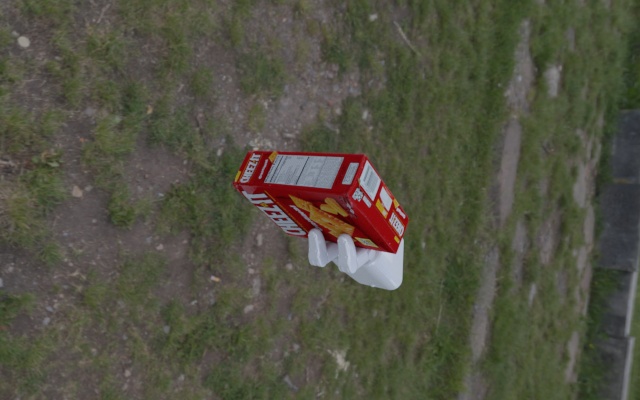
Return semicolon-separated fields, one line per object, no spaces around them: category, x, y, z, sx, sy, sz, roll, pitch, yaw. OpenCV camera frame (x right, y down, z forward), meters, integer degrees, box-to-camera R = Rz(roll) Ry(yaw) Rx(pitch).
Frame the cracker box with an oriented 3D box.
cracker box;0.000;0.002;0.709;0.213;0.072;0.164;6;-29;37
